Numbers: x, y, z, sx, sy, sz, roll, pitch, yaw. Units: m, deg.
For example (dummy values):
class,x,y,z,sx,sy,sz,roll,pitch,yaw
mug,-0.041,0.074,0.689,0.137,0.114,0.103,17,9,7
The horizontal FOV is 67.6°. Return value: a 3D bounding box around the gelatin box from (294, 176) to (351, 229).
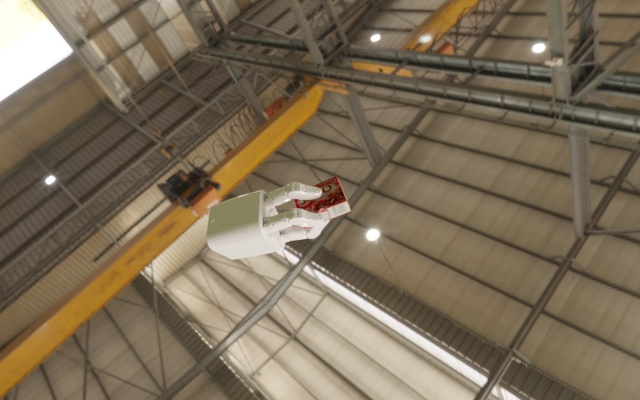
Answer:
class,x,y,z,sx,sy,sz,roll,pitch,yaw
gelatin box,0.001,0.003,0.845,0.089,0.030,0.073,-21,41,1
